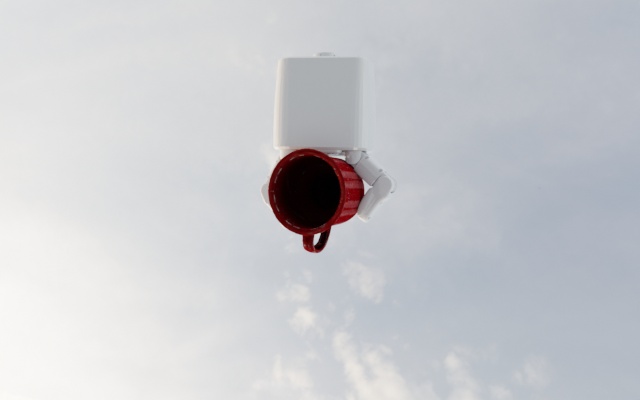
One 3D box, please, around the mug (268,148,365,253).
[{"bbox_3d":[0.000,0.003,0.546,0.093,0.117,0.081,4,4,24],"label":"mug"}]
